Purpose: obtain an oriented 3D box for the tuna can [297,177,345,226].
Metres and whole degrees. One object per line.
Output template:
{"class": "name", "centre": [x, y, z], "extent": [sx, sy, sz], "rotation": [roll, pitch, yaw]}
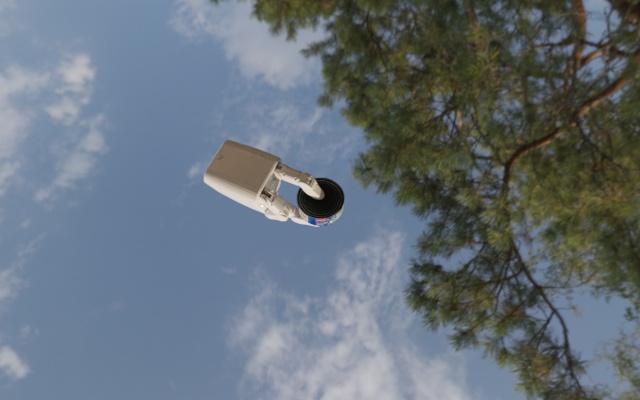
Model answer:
{"class": "tuna can", "centre": [0.000, 0.003, 0.865], "extent": [0.086, 0.086, 0.034], "rotation": [0, -30, 0]}
